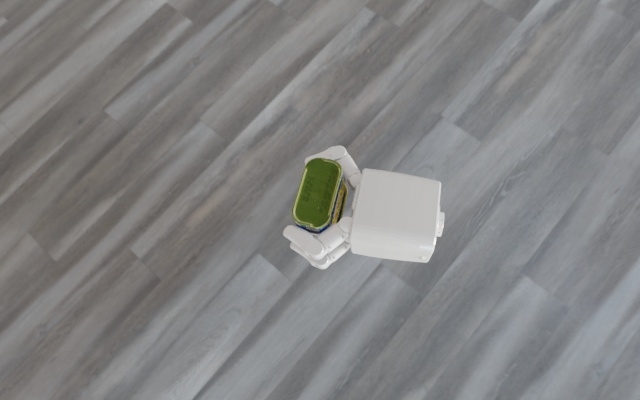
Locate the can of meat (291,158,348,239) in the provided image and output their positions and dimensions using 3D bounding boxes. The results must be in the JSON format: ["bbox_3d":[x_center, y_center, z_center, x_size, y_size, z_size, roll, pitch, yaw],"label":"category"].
[{"bbox_3d":[0.000,0.002,0.649,0.057,0.102,0.084,12,-18,10],"label":"can of meat"}]
